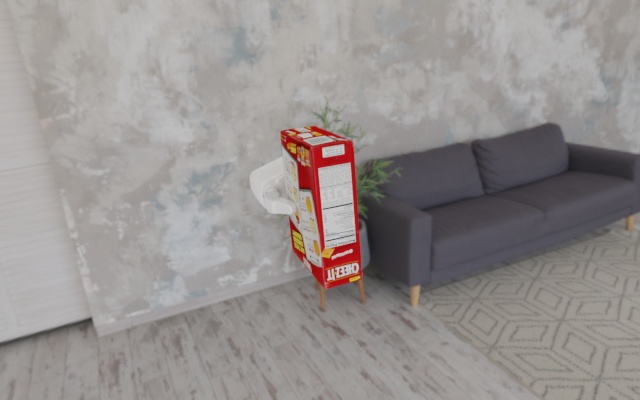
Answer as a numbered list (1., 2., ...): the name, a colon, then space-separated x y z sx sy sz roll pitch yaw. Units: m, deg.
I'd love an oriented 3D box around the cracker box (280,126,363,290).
1. cracker box: 0.000 0.002 0.738 0.072 0.214 0.164 -11 19 -17
